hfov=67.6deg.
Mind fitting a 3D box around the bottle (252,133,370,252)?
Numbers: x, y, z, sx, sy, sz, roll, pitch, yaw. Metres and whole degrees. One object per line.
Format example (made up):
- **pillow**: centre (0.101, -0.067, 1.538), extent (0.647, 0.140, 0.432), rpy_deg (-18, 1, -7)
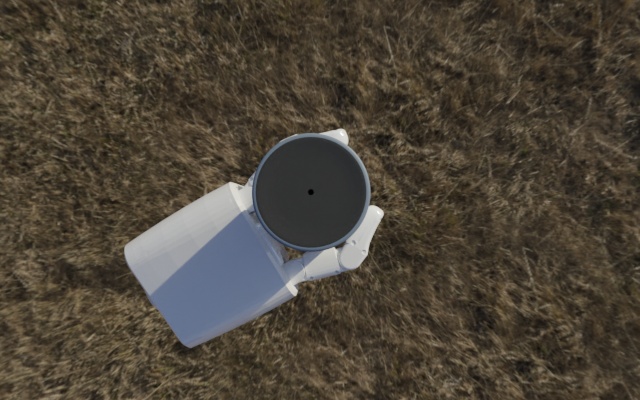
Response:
- **bottle**: centre (0.000, 0.001, 0.412), extent (0.069, 0.069, 0.296), rpy_deg (0, -2, 2)
